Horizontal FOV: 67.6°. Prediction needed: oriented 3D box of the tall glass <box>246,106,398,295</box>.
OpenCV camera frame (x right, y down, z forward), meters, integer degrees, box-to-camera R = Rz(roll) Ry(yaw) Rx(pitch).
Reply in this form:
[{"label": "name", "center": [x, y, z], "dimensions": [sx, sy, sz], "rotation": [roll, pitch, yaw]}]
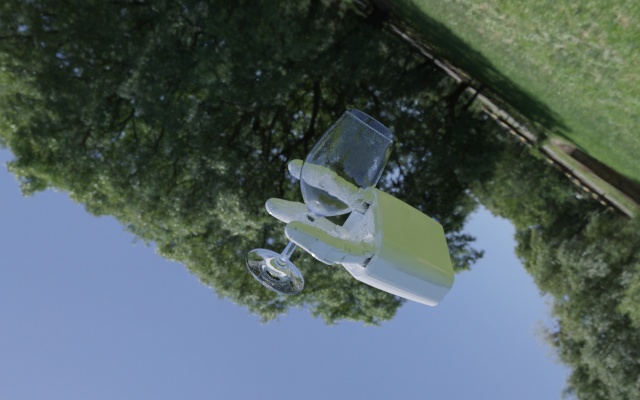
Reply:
[{"label": "tall glass", "center": [0.000, 0.002, 0.505], "dimensions": [0.079, 0.201, 0.079], "rotation": [28, 21, -12]}]
